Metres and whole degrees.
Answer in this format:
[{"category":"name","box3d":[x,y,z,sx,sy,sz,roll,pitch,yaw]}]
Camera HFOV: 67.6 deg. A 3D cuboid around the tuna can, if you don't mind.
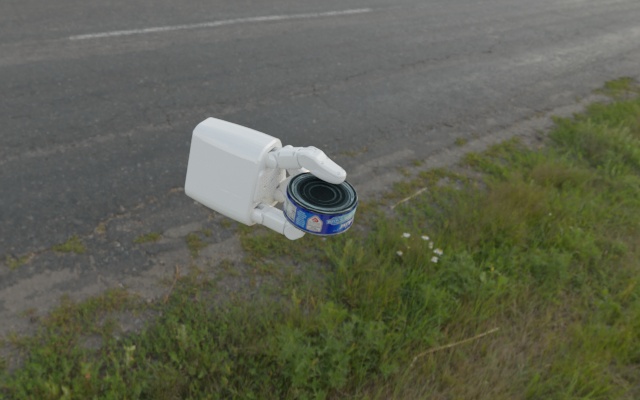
[{"category":"tuna can","box3d":[0.000,0.001,0.560,0.086,0.034,0.086,8,36,-6]}]
